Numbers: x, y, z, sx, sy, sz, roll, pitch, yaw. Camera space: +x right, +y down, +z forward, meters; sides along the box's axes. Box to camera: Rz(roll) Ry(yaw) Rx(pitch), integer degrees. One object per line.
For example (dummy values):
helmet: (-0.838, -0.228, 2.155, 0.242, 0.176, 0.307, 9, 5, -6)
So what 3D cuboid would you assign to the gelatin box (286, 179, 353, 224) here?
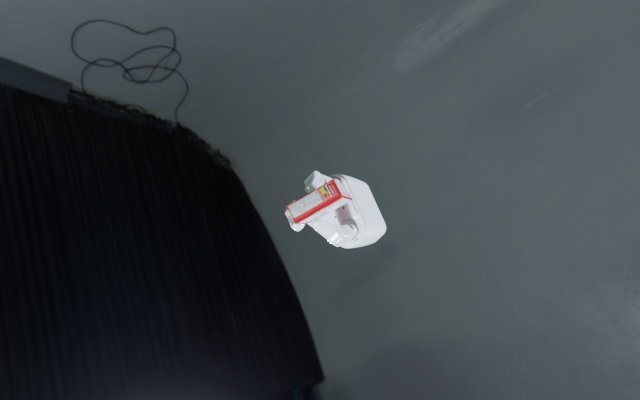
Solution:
gelatin box: (0.000, 0.003, 0.654, 0.073, 0.030, 0.089, -29, -7, 10)
